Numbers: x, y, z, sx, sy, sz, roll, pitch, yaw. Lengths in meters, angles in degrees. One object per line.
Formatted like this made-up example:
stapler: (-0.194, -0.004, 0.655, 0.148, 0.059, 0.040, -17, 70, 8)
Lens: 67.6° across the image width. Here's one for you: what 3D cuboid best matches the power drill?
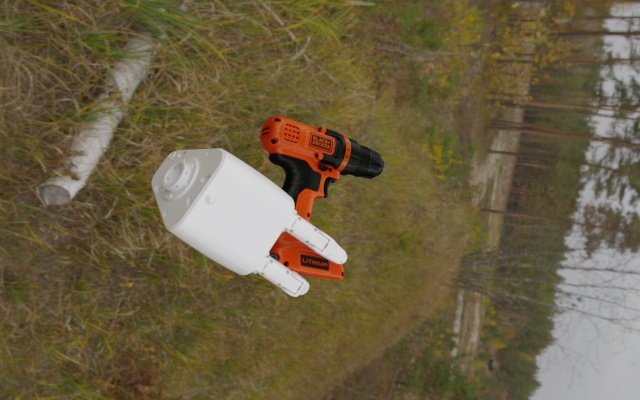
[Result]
power drill: (0.000, 0.002, 0.602, 0.184, 0.187, 0.057, 14, -14, -32)
